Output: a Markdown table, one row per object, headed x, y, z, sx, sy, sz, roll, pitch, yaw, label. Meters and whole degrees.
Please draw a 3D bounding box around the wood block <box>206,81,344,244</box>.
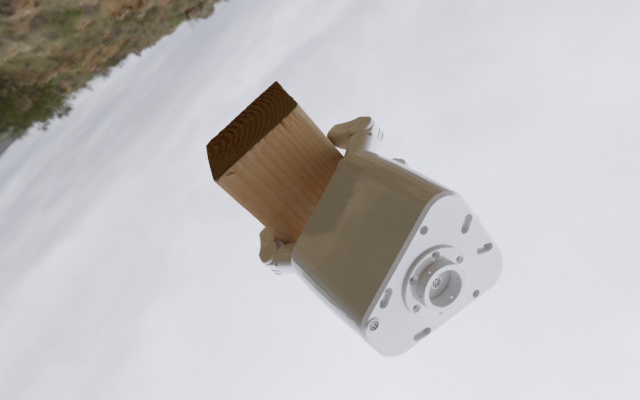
| x | y | z | sx | sy | sz | roll | pitch | yaw | label |
| --- | --- | --- | --- | --- | --- | --- | --- | --- | --- |
| 0.000 | 0.002 | 0.451 | 0.206 | 0.091 | 0.090 | 46 | 5 | -31 | wood block |
